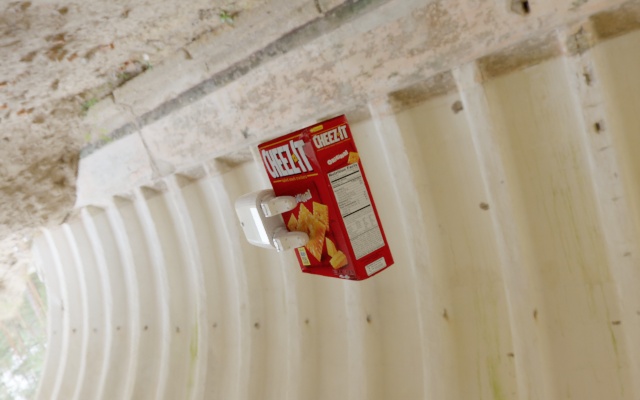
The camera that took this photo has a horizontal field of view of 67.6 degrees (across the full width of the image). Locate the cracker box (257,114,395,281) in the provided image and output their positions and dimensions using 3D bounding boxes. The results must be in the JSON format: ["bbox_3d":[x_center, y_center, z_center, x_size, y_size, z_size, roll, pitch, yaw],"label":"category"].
[{"bbox_3d":[0.000,0.002,0.681,0.072,0.214,0.164,-24,10,-29],"label":"cracker box"}]
